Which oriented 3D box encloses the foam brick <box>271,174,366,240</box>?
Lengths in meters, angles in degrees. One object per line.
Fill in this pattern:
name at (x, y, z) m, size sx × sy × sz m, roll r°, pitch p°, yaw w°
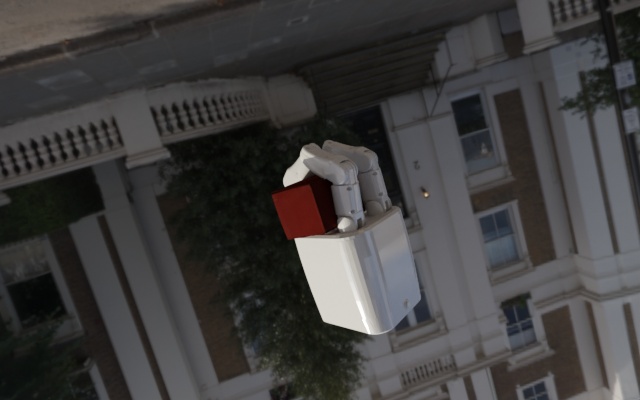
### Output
foam brick at (0.000, 0.002, 0.484) m, size 0.053 × 0.051 × 0.078 m, roll -11°, pitch 9°, yaw 39°
